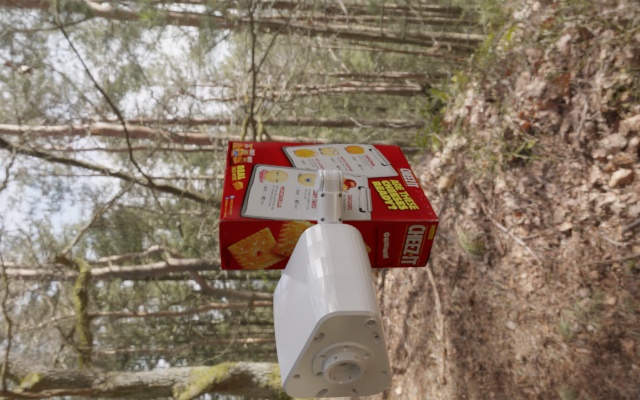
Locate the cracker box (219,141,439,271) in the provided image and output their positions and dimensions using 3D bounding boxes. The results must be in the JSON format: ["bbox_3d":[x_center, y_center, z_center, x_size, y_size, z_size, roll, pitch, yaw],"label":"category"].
[{"bbox_3d":[0.000,0.002,0.534,0.214,0.072,0.164,1,34,-8],"label":"cracker box"}]
